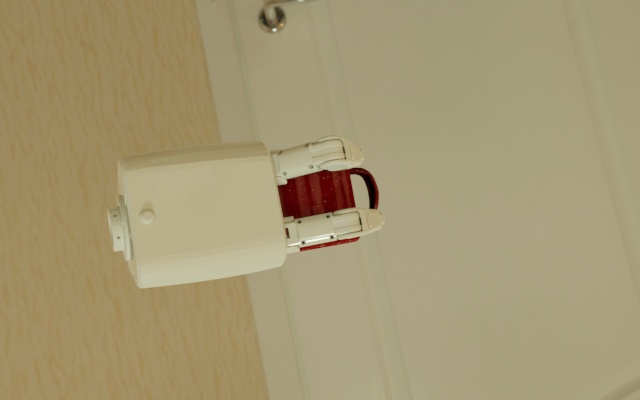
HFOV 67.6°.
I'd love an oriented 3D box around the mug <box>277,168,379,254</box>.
[{"bbox_3d":[0.001,0.001,0.431,0.117,0.081,0.093,-8,-6,-26],"label":"mug"}]
